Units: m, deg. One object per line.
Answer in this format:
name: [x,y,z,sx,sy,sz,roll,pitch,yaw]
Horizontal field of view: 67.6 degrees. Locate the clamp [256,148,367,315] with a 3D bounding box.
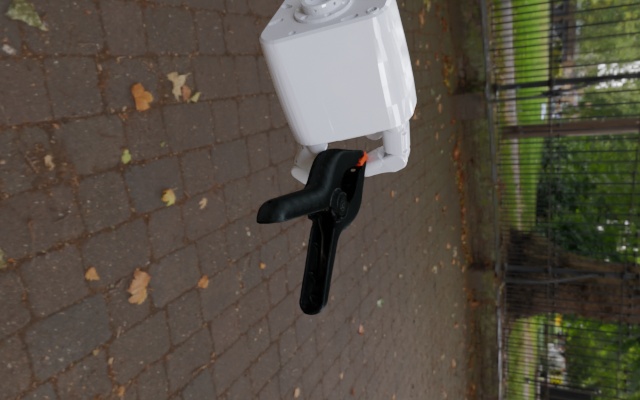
clamp: [0.001,0.001,0.430,0.039,0.171,0.120,3,-40,23]
